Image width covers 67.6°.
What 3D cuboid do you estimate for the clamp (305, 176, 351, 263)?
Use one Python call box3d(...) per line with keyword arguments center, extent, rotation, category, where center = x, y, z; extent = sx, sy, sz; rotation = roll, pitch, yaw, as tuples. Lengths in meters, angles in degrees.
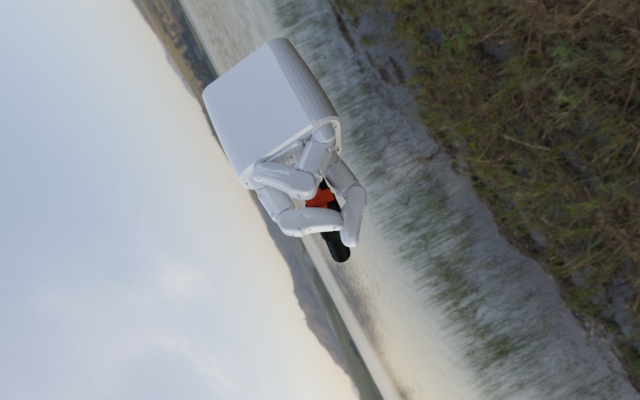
box3d(center=(0.000, 0.002, 0.539), extent=(0.039, 0.120, 0.171), rotation=(-27, -18, -4), category="clamp")
